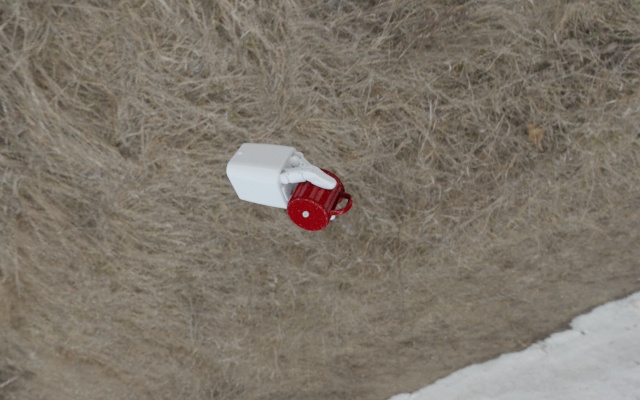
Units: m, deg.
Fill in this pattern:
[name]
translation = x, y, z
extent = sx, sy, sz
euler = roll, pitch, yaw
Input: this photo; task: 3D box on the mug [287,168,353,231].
[mug]
translation = 0.001, 0.003, 0.865
extent = 0.117, 0.093, 0.081
euler = 8, 44, 18
